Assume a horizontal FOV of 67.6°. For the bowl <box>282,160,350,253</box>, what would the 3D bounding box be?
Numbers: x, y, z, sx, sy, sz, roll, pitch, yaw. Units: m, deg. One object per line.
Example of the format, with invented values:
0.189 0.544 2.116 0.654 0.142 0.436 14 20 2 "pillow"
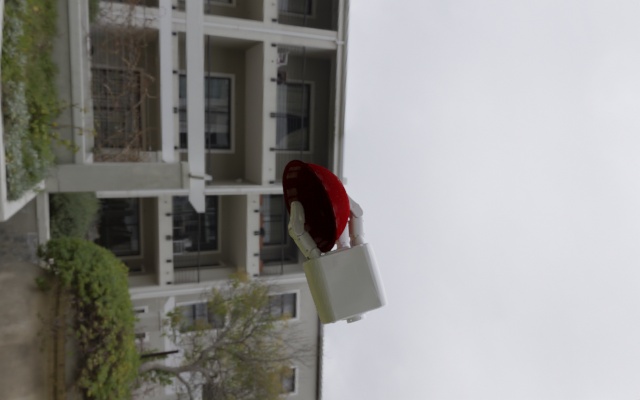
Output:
0.000 0.001 0.794 0.055 0.162 0.162 -22 11 -28 "bowl"
